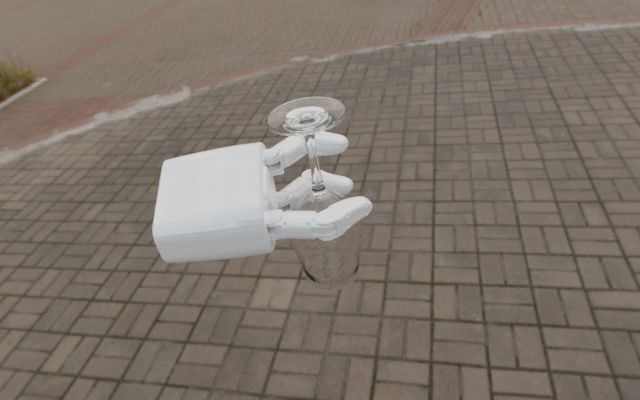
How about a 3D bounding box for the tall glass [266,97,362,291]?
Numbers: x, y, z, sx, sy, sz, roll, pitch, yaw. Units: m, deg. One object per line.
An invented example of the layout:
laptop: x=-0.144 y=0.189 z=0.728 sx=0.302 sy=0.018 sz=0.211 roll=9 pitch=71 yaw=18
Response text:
tall glass: x=0.000 y=0.001 z=0.491 sx=0.079 sy=0.201 sz=0.079 roll=-7 pitch=36 yaw=5
